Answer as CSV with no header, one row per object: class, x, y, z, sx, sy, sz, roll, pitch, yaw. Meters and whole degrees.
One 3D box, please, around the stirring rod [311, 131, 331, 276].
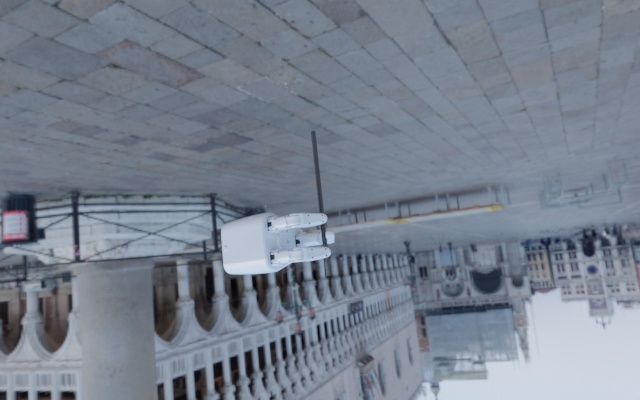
stirring rod,0.000,0.002,0.783,0.011,0.239,0.011,-6,-8,-1
